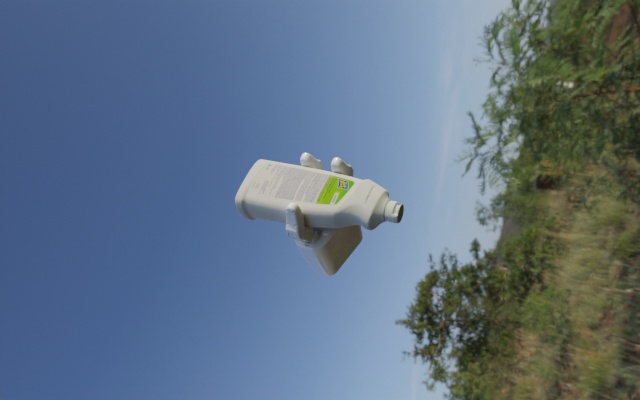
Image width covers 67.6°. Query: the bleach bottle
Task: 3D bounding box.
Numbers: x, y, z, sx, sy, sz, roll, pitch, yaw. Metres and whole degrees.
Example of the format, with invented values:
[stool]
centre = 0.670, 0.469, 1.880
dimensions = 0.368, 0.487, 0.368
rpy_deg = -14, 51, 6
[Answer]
[bleach bottle]
centre = 0.000, 0.002, 0.732
dimensions = 0.251, 0.102, 0.068
rpy_deg = 12, -30, 24
